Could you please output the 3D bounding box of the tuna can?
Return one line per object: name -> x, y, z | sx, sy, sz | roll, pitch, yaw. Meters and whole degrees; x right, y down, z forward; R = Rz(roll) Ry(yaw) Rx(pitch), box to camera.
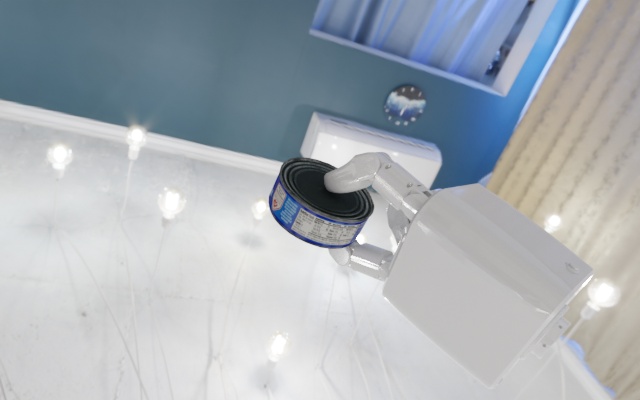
tuna can -> 0.000, 0.002, 0.406 | 0.086, 0.034, 0.086 | 20, 30, -12
